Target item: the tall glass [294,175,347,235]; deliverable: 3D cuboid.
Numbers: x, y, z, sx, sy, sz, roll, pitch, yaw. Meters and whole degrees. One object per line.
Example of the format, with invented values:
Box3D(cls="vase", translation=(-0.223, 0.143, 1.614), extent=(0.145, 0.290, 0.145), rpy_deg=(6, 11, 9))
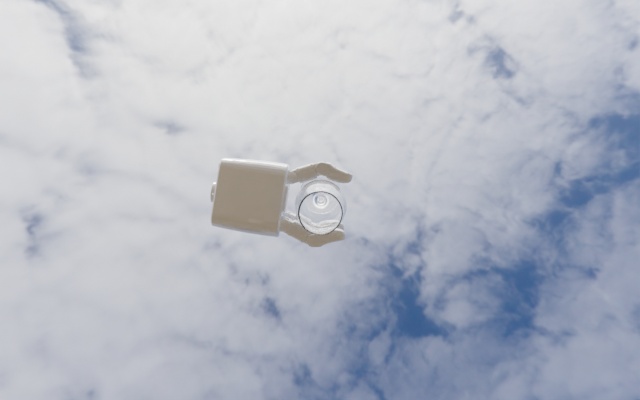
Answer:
Box3D(cls="tall glass", translation=(0.000, 0.002, 0.751), extent=(0.079, 0.079, 0.201), rpy_deg=(0, 9, 0))
